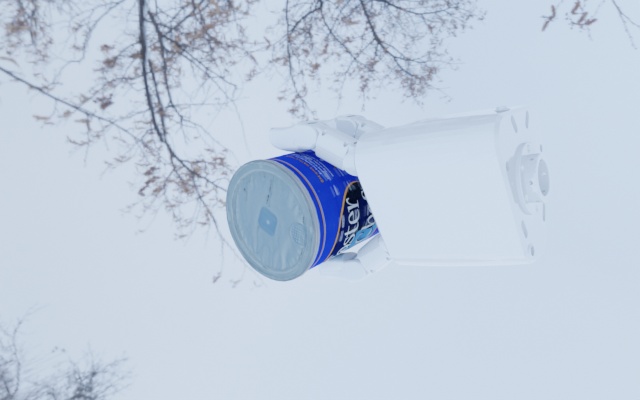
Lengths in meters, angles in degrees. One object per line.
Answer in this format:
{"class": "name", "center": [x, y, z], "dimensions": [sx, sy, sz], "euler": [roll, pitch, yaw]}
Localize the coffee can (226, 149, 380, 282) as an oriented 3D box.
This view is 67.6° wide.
{"class": "coffee can", "center": [0.000, 0.002, 0.439], "dimensions": [0.103, 0.103, 0.140], "euler": [0, 14, 41]}
